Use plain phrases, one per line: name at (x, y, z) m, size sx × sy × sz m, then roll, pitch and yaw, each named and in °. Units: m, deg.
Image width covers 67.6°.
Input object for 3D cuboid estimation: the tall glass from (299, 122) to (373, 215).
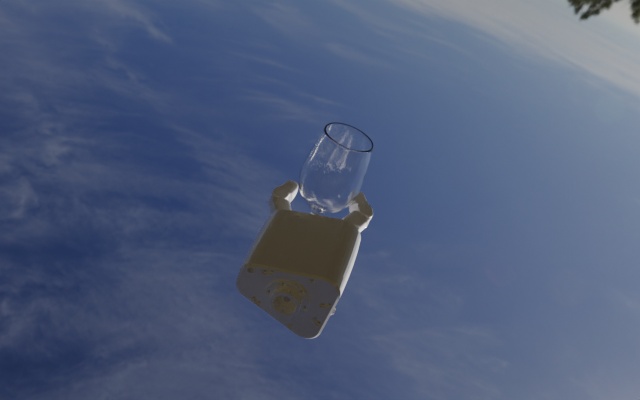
tall glass at (0.000, 0.002, 0.610) m, size 0.079 × 0.201 × 0.079 m, roll 16°, pitch 33°, yaw -11°
